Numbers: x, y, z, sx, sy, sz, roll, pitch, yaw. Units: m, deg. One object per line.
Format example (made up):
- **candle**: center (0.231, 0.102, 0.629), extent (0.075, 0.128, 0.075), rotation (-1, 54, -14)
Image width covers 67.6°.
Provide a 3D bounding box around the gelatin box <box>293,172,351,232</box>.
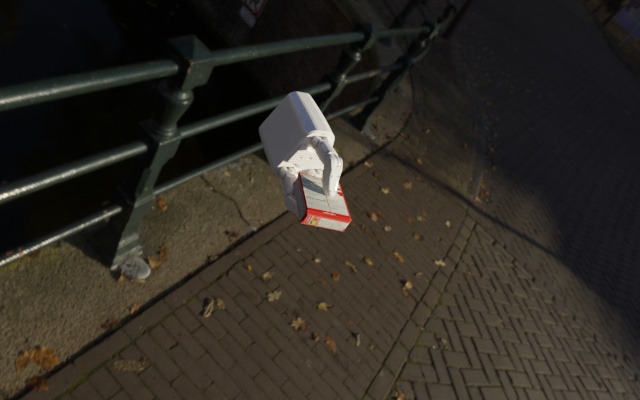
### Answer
- **gelatin box**: center (0.000, 0.002, 0.727), extent (0.073, 0.030, 0.089), rotation (13, 38, -24)
